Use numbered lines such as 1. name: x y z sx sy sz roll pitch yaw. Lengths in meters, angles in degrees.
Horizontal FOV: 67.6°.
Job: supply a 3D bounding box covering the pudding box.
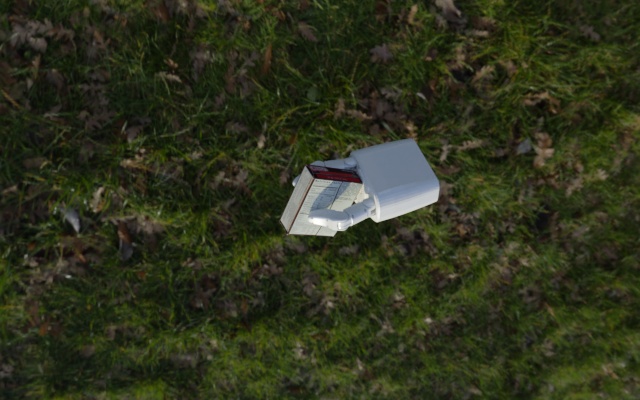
1. pudding box: 0.000 0.002 0.724 0.090 0.113 0.039 6 34 -32
